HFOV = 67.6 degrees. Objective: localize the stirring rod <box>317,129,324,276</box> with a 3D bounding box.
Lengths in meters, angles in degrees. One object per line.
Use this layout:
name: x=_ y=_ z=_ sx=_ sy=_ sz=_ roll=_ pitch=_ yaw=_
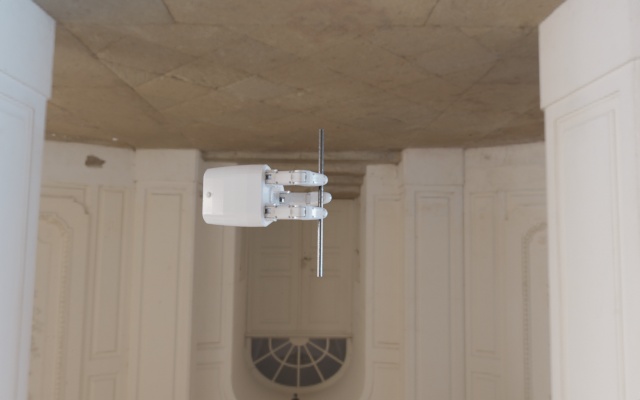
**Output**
stirring rod: x=0.000 y=0.002 z=0.782 sx=0.011 sy=0.239 sz=0.011 roll=1 pitch=-5 yaw=0
